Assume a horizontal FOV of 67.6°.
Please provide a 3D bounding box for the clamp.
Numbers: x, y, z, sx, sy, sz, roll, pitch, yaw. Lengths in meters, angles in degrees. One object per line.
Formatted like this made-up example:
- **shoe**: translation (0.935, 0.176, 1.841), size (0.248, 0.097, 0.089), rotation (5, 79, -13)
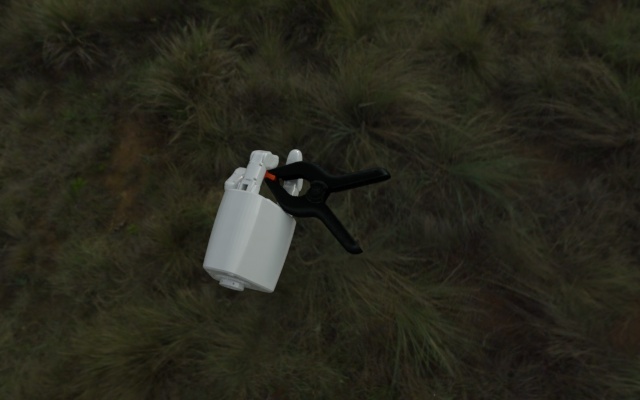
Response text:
- **clamp**: translation (0.000, 0.002, 0.641), size (0.171, 0.120, 0.039), rotation (9, -19, 17)
